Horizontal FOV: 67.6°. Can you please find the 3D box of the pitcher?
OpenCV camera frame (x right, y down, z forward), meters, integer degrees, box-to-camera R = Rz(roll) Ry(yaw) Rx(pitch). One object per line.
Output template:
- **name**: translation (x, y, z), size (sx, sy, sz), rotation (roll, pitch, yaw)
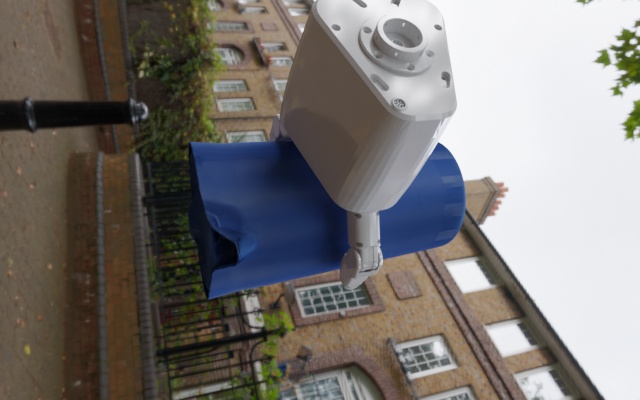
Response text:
- **pitcher**: translation (0.000, 0.001, 0.449), size (0.243, 0.149, 0.145), rotation (-6, -29, -18)
